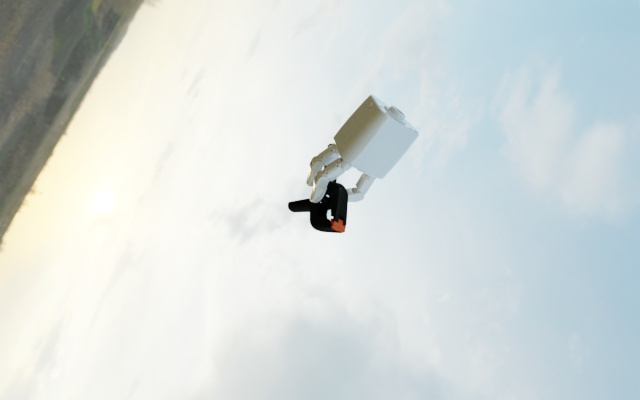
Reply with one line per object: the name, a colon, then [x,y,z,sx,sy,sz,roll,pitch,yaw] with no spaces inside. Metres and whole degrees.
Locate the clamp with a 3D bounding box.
clamp: [0.001,0.003,0.890,0.036,0.165,0.209,26,26,-27]
